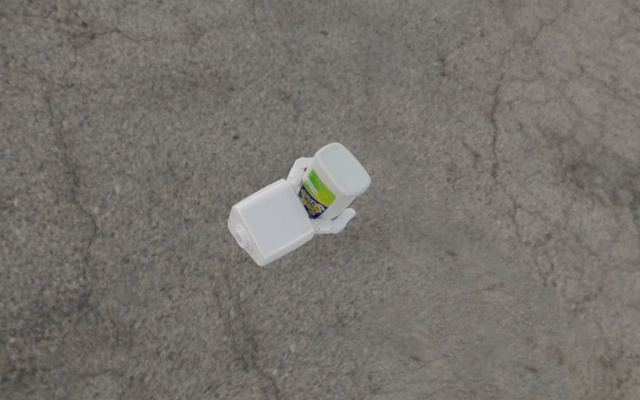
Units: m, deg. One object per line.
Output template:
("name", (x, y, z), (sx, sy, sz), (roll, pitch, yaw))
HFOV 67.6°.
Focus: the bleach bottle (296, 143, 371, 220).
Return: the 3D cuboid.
("bleach bottle", (0.000, 0.003, 0.873), (0.068, 0.102, 0.251), (-31, -14, -30))
